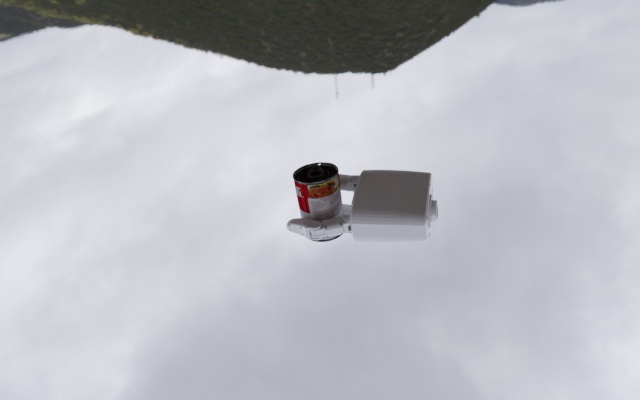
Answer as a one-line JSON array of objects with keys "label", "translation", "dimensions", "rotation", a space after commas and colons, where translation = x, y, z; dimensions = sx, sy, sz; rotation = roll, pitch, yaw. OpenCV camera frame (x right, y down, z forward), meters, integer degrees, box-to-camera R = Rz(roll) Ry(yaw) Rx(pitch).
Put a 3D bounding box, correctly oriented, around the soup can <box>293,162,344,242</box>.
[{"label": "soup can", "translation": [0.000, 0.003, 0.718], "dimensions": [0.068, 0.102, 0.068], "rotation": [-7, 29, 4]}]
